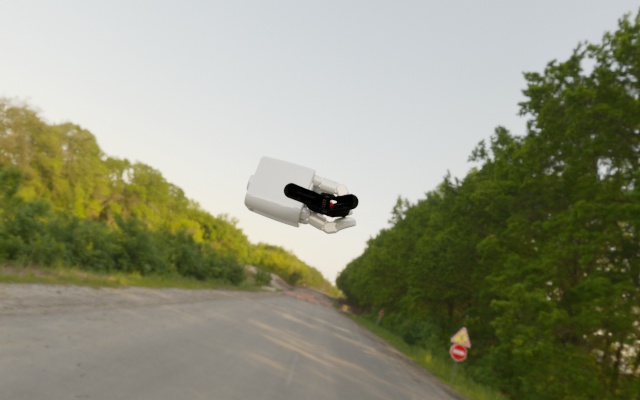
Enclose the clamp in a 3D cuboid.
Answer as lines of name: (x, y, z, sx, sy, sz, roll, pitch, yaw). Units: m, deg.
clamp: (0.000, 0.002, 0.817, 0.120, 0.039, 0.171, 18, -10, 2)
